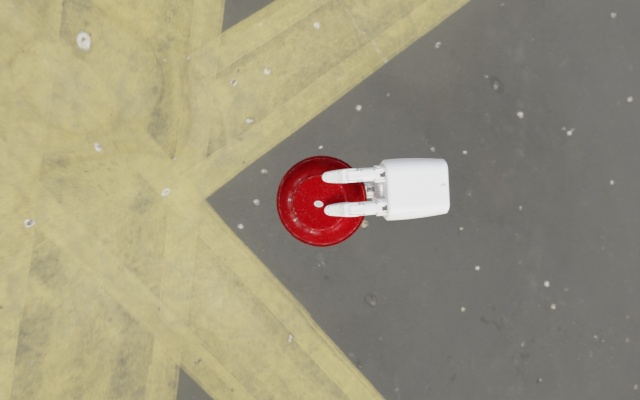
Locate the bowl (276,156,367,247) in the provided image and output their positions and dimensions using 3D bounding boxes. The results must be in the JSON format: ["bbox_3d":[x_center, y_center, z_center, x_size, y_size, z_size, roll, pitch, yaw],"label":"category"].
[{"bbox_3d":[-0.001,0.003,0.818,0.162,0.162,0.055,0,3,4],"label":"bowl"}]
